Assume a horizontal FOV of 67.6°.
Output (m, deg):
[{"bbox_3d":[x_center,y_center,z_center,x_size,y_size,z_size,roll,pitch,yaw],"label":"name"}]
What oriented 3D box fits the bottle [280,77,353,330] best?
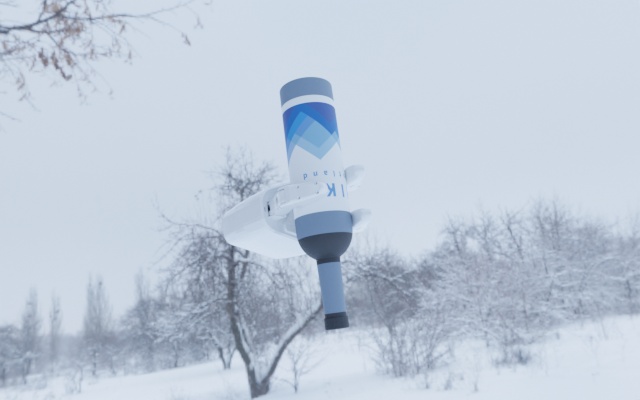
[{"bbox_3d":[0.000,0.002,0.568,0.069,0.295,0.069,-7,-13,-2],"label":"bottle"}]
